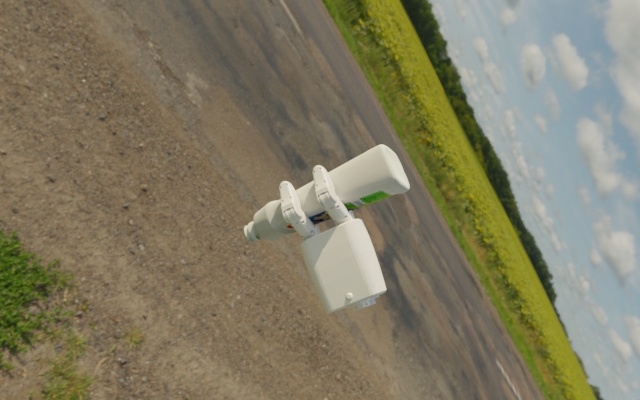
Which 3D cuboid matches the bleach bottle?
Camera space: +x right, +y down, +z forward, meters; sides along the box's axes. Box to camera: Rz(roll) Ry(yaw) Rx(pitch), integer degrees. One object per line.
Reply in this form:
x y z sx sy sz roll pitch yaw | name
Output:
0.000 0.002 0.712 0.251 0.068 0.102 -25 -15 18 | bleach bottle
